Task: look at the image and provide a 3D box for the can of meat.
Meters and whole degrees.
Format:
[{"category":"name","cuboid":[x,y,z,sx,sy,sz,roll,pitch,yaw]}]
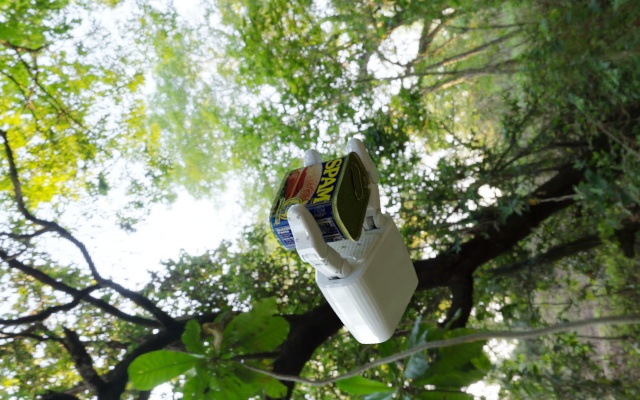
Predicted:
[{"category":"can of meat","cuboid":[0.000,0.002,0.511,0.084,0.057,0.102,-12,37,27]}]
